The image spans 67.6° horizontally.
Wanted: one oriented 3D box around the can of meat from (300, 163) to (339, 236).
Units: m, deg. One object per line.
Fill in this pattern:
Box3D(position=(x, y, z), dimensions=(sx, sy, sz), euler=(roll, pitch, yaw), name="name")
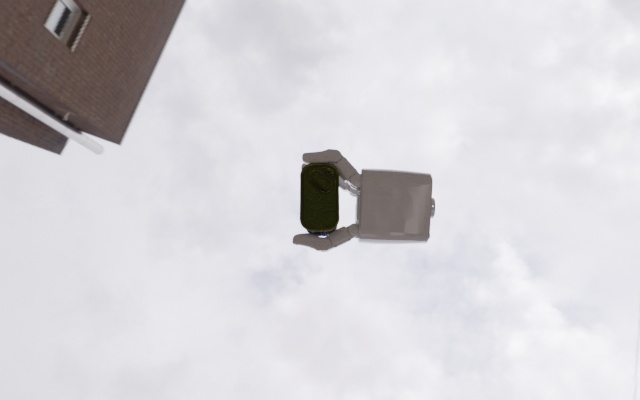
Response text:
Box3D(position=(0.000, 0.003, 0.733), dimensions=(0.057, 0.102, 0.084), euler=(-1, -12, 2), name="can of meat")
